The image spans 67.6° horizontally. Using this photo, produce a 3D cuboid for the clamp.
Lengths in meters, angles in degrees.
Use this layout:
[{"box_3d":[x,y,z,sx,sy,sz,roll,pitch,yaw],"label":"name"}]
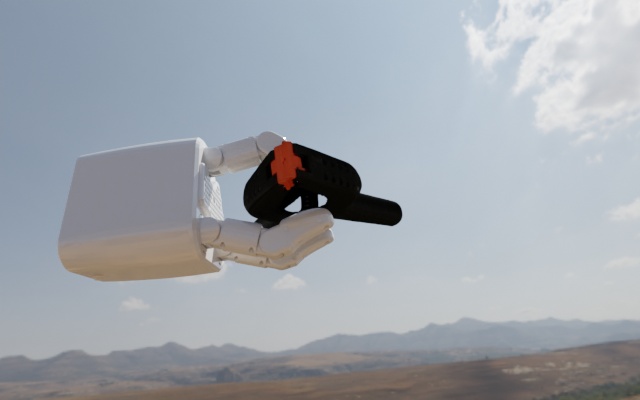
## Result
[{"box_3d":[0.000,0.000,0.412,0.164,0.036,0.210,-9,-17,-2],"label":"clamp"}]
